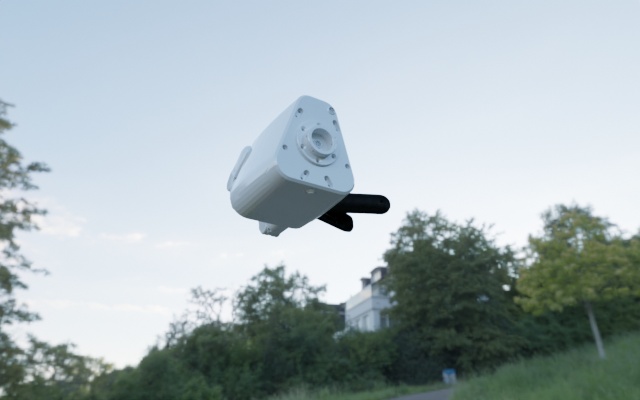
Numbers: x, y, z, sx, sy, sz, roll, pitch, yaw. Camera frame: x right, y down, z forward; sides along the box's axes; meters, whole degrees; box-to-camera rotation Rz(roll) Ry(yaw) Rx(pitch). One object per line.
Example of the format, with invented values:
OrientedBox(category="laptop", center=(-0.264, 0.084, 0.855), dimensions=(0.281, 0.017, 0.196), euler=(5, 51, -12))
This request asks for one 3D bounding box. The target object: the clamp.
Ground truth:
OrientedBox(category="clamp", center=(0.000, 0.001, 0.610), dimensions=(0.171, 0.039, 0.120), euler=(14, -27, -27))
